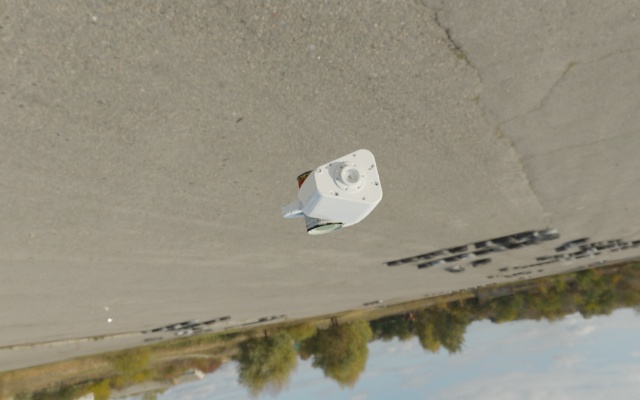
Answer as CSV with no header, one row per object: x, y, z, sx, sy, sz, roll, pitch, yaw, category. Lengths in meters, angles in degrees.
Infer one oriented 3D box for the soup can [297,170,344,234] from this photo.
0.000,0.003,0.850,0.068,0.102,0.068,-10,-15,-3,soup can
